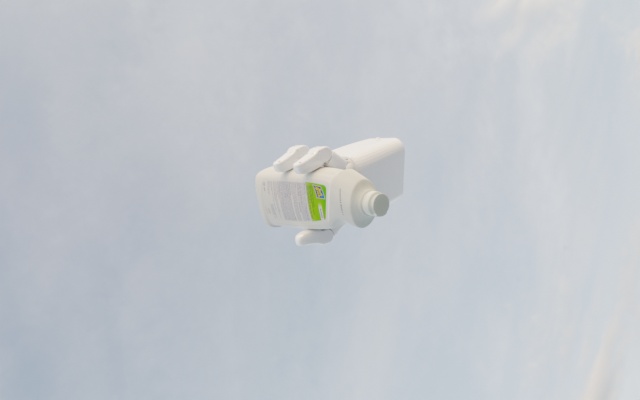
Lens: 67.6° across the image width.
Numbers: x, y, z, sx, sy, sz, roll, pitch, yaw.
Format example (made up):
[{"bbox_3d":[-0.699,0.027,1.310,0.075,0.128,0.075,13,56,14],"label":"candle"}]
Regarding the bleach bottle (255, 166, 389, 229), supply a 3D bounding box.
[{"bbox_3d":[0.000,0.002,0.683,0.068,0.102,0.251,-23,19,-34],"label":"bleach bottle"}]
